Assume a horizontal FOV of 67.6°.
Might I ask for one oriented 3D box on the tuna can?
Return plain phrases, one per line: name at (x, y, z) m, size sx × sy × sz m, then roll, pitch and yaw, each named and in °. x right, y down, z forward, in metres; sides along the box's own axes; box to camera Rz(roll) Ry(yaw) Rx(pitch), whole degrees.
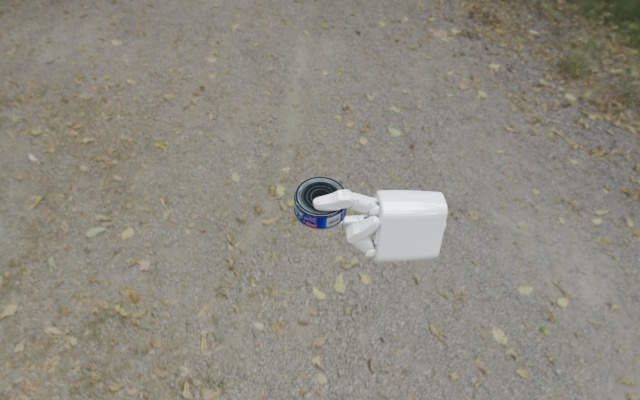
tuna can at (0.000, 0.002, 0.756) m, size 0.086 × 0.086 × 0.034 m, roll 0°, pitch -40°, yaw -2°
